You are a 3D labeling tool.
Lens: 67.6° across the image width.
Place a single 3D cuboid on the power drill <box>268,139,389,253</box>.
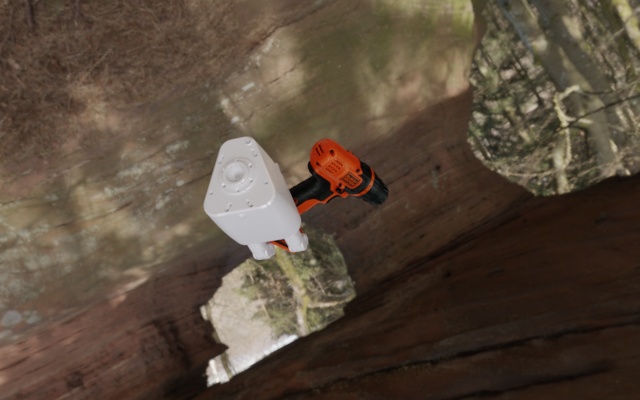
[{"bbox_3d":[0.000,0.003,0.745,0.188,0.057,0.184,-40,-42,15],"label":"power drill"}]
